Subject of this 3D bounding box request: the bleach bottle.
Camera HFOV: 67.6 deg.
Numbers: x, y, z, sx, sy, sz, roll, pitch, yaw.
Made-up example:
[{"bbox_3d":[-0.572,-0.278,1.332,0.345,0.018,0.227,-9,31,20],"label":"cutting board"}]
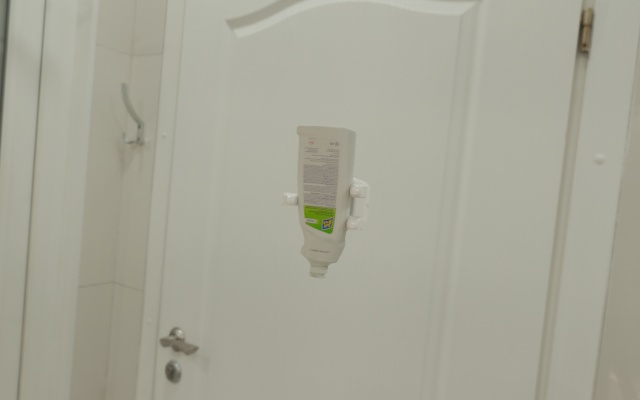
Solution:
[{"bbox_3d":[0.000,0.003,0.804,0.102,0.251,0.068,7,2,23],"label":"bleach bottle"}]
